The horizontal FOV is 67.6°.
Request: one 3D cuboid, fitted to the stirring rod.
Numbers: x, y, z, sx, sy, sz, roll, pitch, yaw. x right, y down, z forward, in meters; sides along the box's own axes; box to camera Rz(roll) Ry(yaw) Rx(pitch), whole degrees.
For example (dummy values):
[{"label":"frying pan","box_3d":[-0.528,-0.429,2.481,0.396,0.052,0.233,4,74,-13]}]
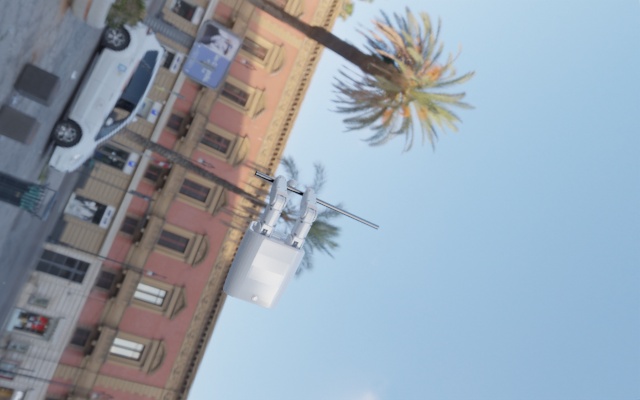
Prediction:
[{"label":"stirring rod","box_3d":[0.000,0.003,0.791,0.239,0.011,0.011,24,-10,-24]}]
